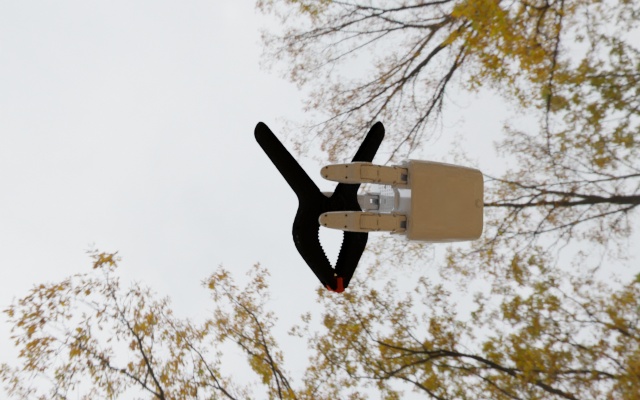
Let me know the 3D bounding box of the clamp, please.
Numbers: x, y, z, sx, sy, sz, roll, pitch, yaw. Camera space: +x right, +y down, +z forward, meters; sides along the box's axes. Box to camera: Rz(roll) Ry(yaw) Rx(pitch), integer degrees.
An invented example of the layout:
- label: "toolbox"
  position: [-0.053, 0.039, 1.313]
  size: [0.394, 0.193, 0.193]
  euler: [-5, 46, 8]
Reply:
- label: "clamp"
  position: [0.000, 0.002, 0.561]
  size: [0.164, 0.210, 0.036]
  euler: [3, -5, -20]
